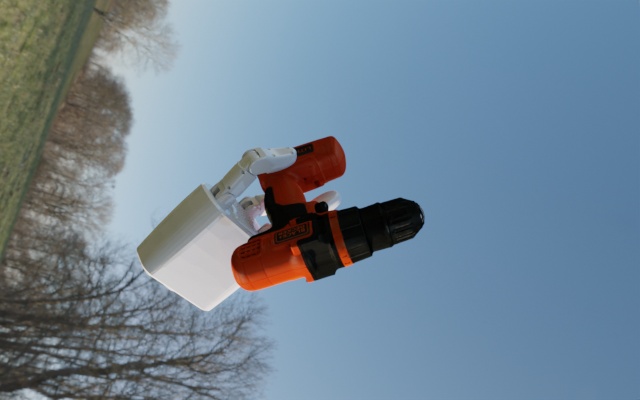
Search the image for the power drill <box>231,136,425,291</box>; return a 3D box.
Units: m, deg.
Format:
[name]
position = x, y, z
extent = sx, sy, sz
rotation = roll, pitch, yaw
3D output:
[power drill]
position = 0.000, 0.002, 0.498
extent = 0.184, 0.057, 0.187
rotation = -17, 32, 5
